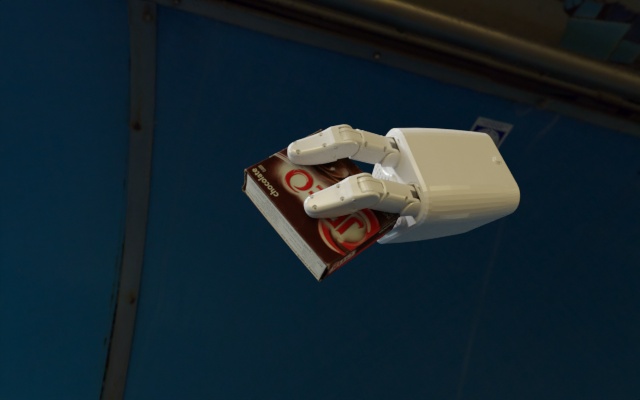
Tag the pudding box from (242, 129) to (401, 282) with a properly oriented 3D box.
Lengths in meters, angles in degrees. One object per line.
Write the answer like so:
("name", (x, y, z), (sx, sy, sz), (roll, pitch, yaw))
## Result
("pudding box", (0.000, 0.001, 0.421), (0.090, 0.113, 0.039), (-32, -21, -32))
